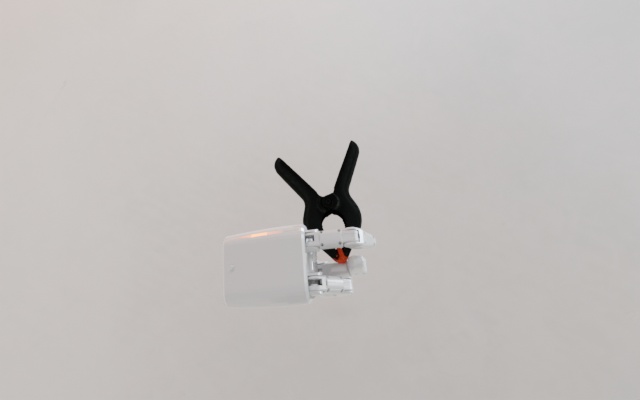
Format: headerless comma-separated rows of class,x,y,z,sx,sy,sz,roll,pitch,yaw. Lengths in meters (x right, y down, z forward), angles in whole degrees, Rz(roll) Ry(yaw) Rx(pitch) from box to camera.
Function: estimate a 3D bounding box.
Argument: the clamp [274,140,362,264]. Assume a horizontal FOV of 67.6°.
clamp,0.000,0.002,0.652,0.120,0.171,0.039,-7,-19,7
